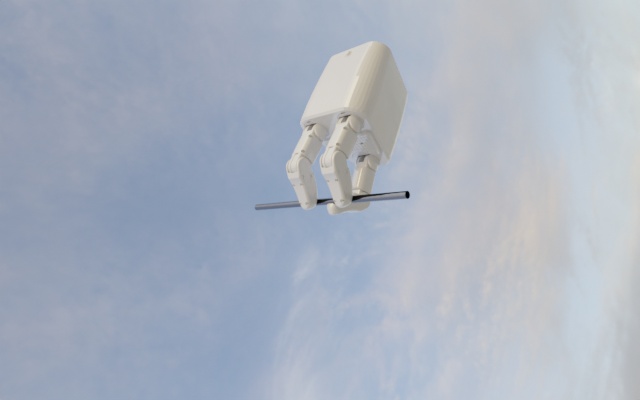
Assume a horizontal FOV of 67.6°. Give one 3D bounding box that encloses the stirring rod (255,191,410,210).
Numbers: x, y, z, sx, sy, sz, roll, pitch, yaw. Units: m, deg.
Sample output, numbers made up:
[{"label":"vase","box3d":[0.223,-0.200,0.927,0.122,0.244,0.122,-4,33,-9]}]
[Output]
[{"label":"stirring rod","box3d":[0.000,0.002,0.547,0.011,0.011,0.239,0,-4,-45]}]
